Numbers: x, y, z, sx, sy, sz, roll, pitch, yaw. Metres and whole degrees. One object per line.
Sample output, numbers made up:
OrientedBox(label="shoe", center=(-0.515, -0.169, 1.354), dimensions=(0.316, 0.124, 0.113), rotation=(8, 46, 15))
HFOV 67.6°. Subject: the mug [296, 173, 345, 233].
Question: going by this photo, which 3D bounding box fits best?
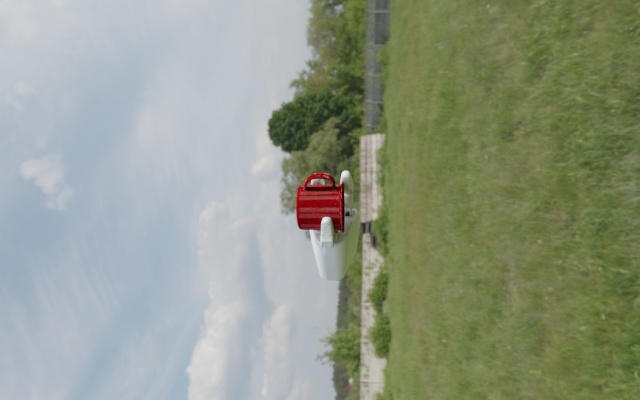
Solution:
OrientedBox(label="mug", center=(0.000, 0.002, 0.850), dimensions=(0.081, 0.117, 0.093), rotation=(-1, 38, 5))
